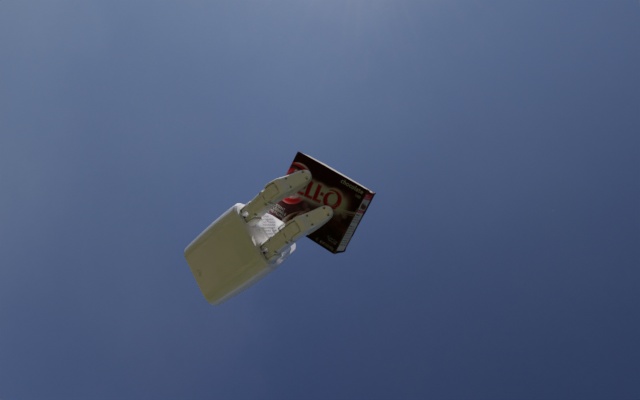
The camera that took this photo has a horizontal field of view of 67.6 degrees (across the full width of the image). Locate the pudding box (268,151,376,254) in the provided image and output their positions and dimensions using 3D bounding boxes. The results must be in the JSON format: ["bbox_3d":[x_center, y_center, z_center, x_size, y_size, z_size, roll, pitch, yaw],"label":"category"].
[{"bbox_3d":[0.000,0.002,0.608,0.113,0.090,0.039,30,9,22],"label":"pudding box"}]
